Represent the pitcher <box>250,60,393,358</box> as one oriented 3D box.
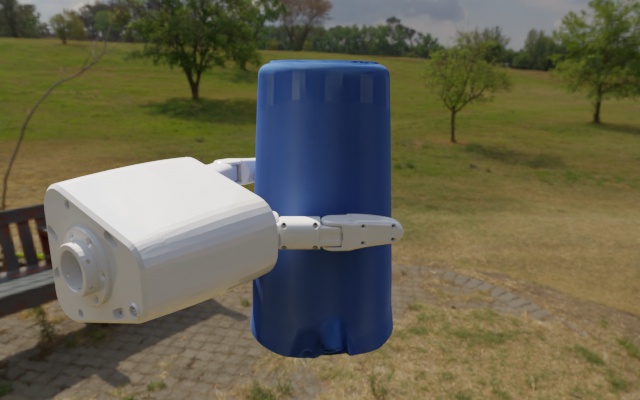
[{"bbox_3d":[0.000,0.001,0.431,0.149,0.243,0.145,12,19,38],"label":"pitcher"}]
